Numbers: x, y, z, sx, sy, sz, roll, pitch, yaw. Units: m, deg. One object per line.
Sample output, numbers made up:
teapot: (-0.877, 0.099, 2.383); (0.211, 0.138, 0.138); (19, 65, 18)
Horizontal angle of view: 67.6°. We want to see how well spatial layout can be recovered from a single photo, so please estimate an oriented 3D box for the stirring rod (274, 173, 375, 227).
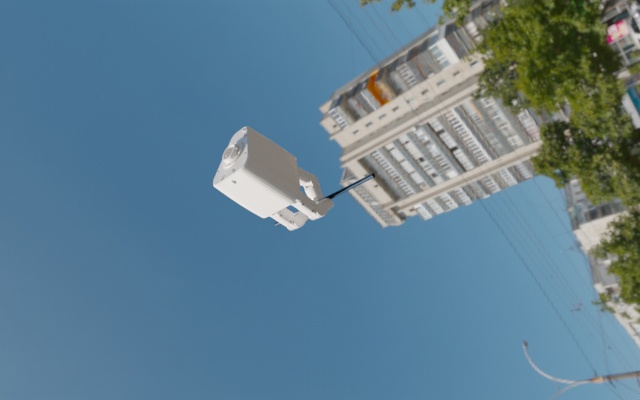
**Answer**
stirring rod: (0.000, 0.003, 0.841); (0.239, 0.011, 0.011); (-27, -17, 37)
